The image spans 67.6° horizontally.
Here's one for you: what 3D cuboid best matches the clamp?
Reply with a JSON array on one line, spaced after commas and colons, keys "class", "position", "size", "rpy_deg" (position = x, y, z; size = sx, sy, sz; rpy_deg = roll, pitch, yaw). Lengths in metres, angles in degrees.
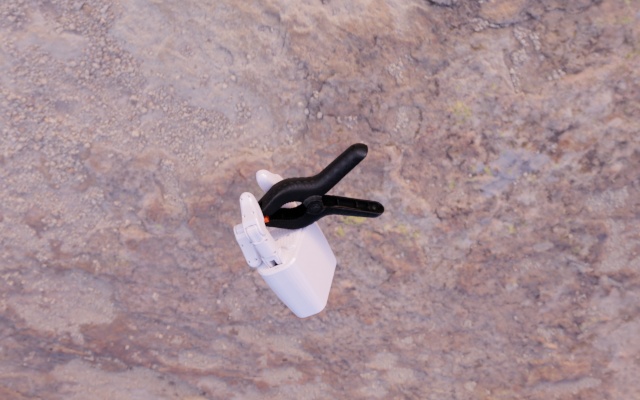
[{"class": "clamp", "position": [0.000, 0.002, 0.617], "size": [0.171, 0.120, 0.039], "rpy_deg": [-22, 36, 13]}]
